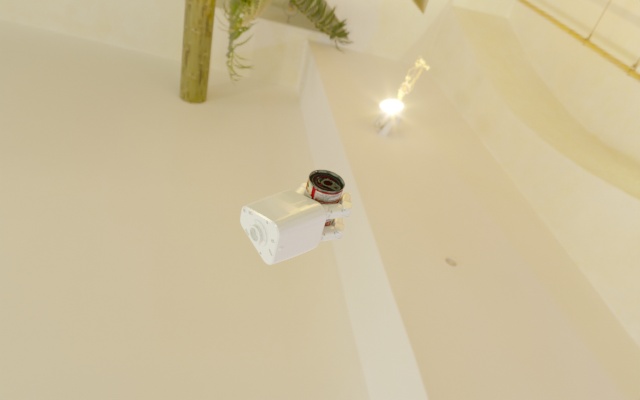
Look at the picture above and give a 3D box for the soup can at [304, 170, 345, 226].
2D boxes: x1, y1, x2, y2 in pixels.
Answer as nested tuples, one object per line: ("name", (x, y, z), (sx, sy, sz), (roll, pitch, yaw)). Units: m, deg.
("soup can", (0.000, 0.003, 0.893), (0.068, 0.102, 0.068), (11, 36, -8))
